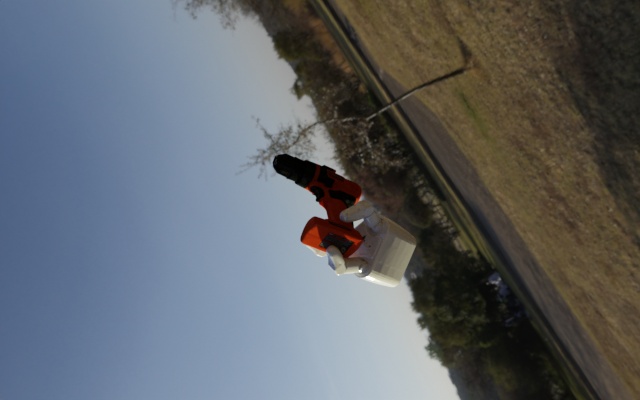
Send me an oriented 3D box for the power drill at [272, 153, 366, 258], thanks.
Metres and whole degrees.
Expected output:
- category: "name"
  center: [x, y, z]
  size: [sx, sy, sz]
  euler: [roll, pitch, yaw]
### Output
- category: "power drill"
  center: [0.000, 0.003, 0.842]
  size: [0.184, 0.057, 0.187]
  euler: [21, 36, -21]
